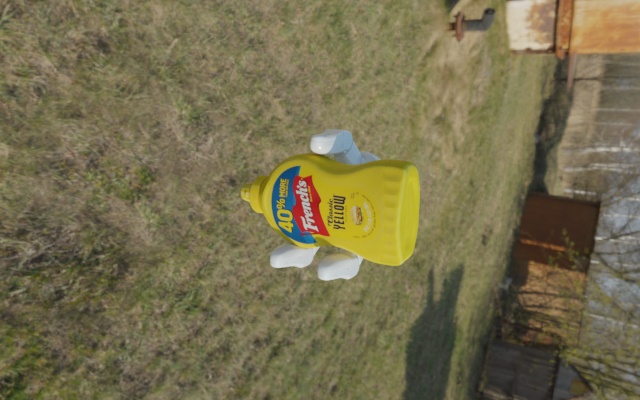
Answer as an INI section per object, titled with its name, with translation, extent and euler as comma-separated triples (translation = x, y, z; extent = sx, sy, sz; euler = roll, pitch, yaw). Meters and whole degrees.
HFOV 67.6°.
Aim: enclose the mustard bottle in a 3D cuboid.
[mustard bottle]
translation = 0.000, 0.002, 0.481
extent = 0.191, 0.096, 0.058
euler = 8, 18, 29
